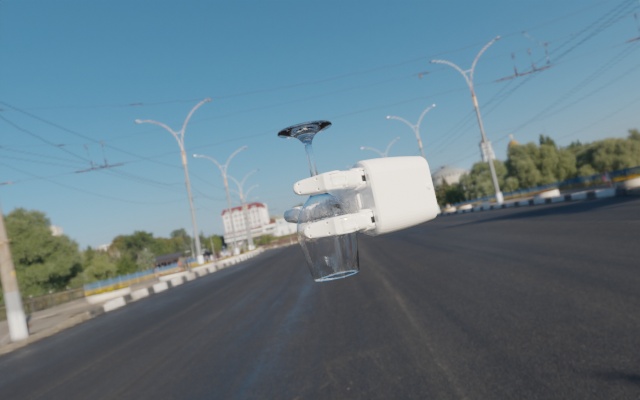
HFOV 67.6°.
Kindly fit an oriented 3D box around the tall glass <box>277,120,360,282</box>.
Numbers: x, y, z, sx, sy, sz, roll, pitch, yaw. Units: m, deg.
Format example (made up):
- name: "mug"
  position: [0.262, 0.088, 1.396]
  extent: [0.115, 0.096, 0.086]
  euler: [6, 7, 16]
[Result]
- name: "tall glass"
  position: [0.000, 0.001, 0.628]
  extent: [0.079, 0.201, 0.079]
  euler: [-12, -4, -1]
